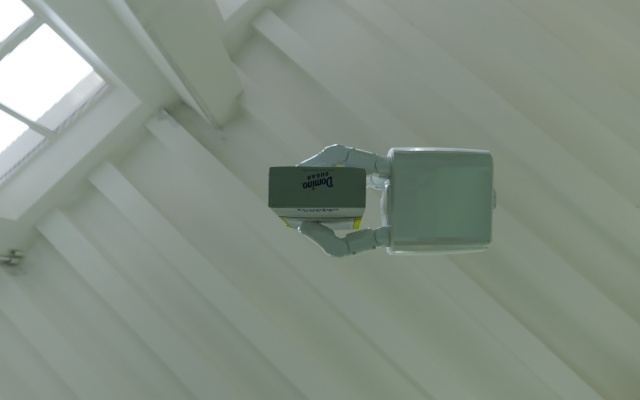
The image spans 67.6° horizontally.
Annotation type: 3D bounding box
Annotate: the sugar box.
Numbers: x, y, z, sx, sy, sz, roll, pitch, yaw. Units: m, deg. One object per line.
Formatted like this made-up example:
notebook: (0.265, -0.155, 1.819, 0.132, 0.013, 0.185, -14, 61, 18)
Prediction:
sugar box: (0.000, 0.001, 0.524, 0.093, 0.048, 0.176, 0, -12, 2)
